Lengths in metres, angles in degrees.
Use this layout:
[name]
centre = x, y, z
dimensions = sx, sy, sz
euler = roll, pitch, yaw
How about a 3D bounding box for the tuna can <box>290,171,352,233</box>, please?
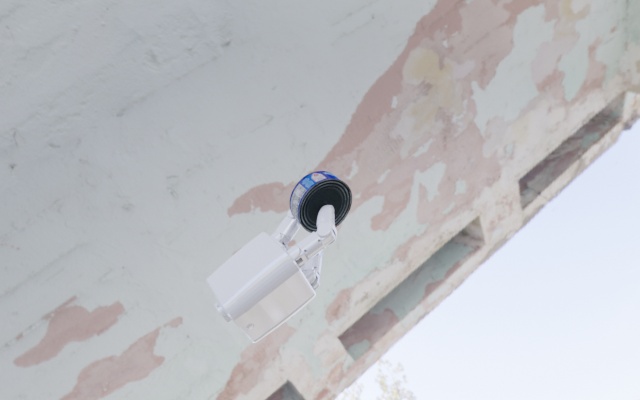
[tuna can]
centre = 0.000, 0.002, 0.674
dimensions = 0.086, 0.086, 0.033
euler = 0, 26, -33
